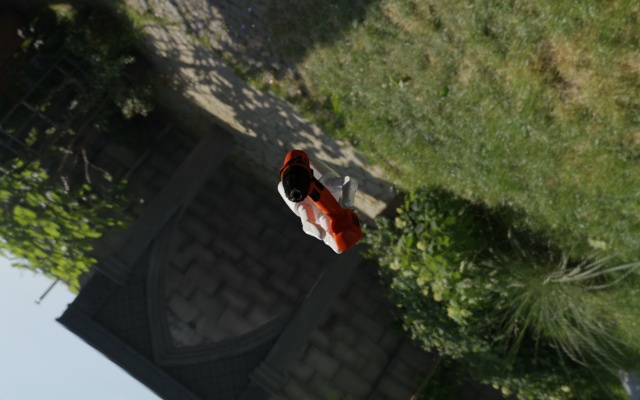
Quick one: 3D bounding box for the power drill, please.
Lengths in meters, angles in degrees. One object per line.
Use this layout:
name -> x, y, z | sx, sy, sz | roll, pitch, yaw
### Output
power drill -> 0.000, 0.003, 0.864 | 0.057, 0.188, 0.184 | -34, 21, 14
